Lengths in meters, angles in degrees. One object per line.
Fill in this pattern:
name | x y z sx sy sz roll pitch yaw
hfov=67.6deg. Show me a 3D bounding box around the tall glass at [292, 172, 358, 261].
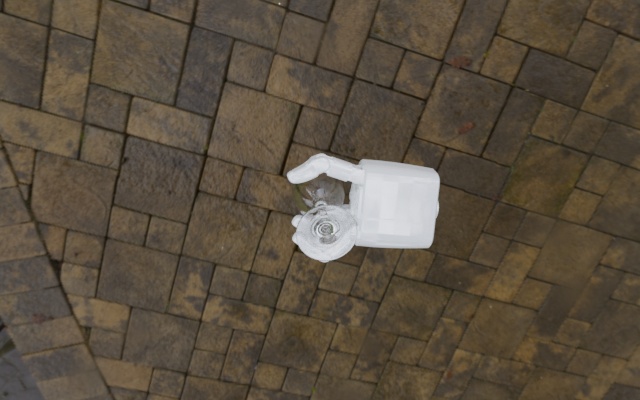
tall glass | 0.000 0.002 0.659 0.079 0.079 0.201 0 22 -5
